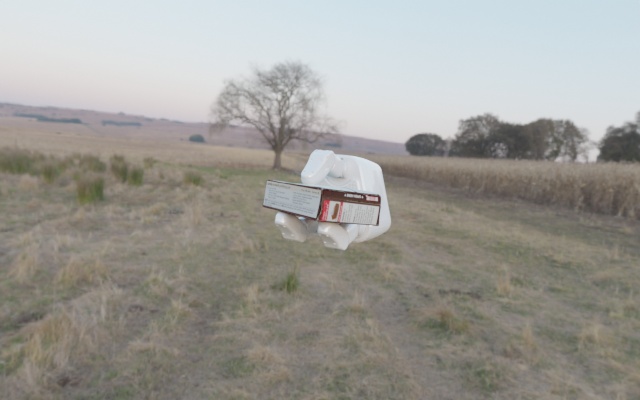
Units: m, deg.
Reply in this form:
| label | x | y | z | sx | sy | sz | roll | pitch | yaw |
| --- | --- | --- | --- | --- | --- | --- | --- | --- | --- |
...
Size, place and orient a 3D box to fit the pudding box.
| label | x | y | z | sx | sy | sz | roll | pitch | yaw |
| --- | --- | --- | --- | --- | --- | --- | --- | --- | --- |
| pudding box | 0.000 | 0.002 | 0.550 | 0.090 | 0.039 | 0.113 | 5 | 2 | -38 |
